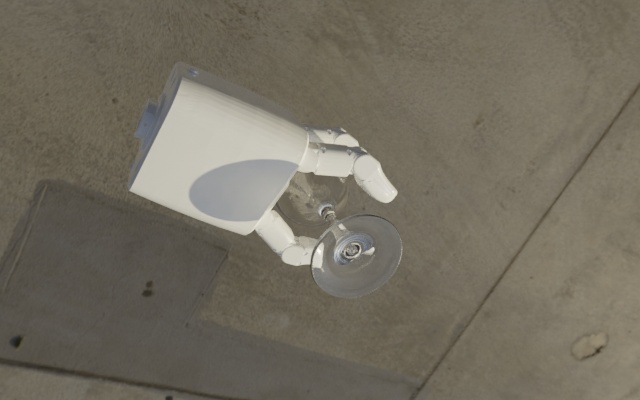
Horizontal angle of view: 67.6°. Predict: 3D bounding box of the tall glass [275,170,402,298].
[{"bbox_3d":[0.000,0.002,0.447,0.079,0.079,0.201,0,25,-18],"label":"tall glass"}]
